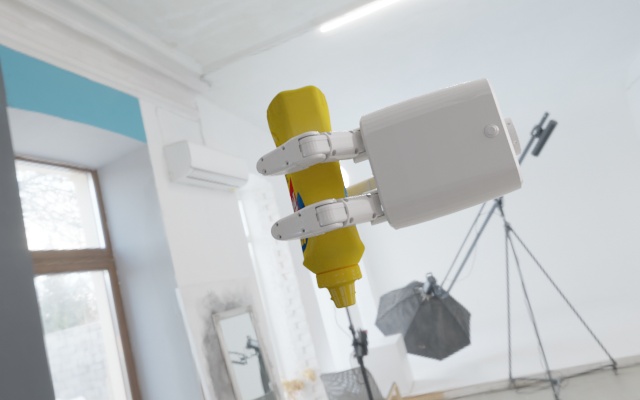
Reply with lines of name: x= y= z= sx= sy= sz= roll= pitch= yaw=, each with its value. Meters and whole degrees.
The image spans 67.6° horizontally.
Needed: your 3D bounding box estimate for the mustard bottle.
mustard bottle: x=0.000 y=0.001 z=0.434 sx=0.058 sy=0.191 sz=0.096 roll=-13 pitch=-9 yaw=-8
